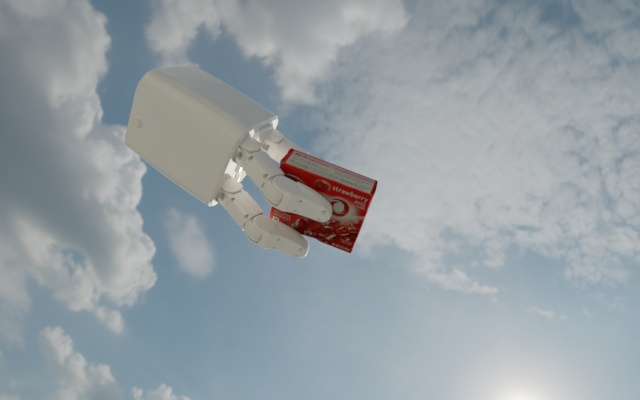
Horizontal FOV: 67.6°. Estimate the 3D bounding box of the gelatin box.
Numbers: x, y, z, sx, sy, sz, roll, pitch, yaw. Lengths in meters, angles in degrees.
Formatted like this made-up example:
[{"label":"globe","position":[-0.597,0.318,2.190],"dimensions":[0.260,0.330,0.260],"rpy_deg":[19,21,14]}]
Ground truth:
[{"label":"gelatin box","position":[0.001,0.001,0.447],"dimensions":[0.089,0.073,0.030],"rpy_deg":[21,38,5]}]
